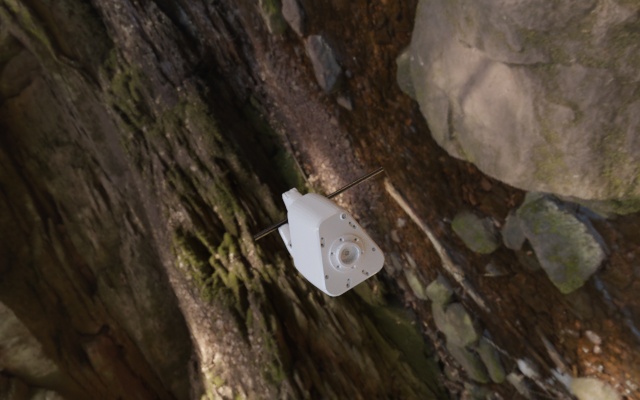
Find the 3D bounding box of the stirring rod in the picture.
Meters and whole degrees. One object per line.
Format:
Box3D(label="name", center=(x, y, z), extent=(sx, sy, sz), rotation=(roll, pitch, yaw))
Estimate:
Box3D(label="stirring rod", center=(0.000, 0.002, 0.766), extent=(0.239, 0.011, 0.011), rotation=(-29, 7, -14))
